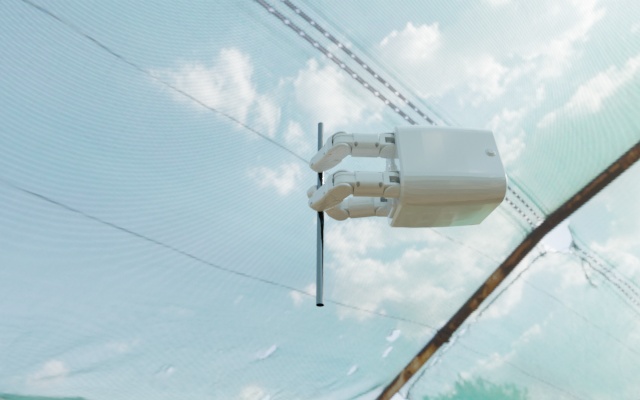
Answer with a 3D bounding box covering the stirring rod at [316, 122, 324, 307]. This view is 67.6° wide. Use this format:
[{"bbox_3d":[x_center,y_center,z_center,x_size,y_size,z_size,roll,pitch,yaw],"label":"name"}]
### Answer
[{"bbox_3d":[0.000,0.002,0.516,0.011,0.239,0.011,0,-37,0],"label":"stirring rod"}]
